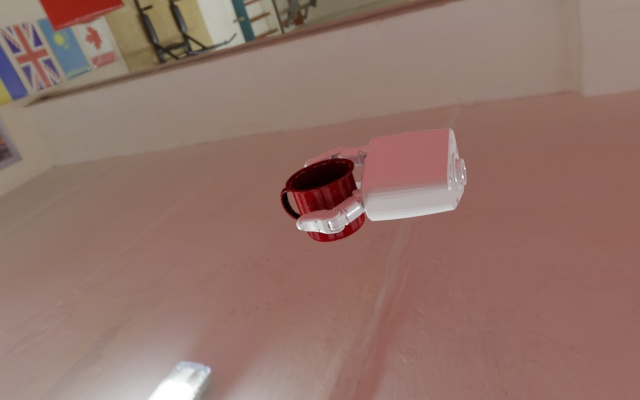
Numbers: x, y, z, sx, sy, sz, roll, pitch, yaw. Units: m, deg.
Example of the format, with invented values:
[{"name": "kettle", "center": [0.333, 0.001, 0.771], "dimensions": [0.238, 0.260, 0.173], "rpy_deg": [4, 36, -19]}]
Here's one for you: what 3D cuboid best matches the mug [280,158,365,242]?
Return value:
[{"name": "mug", "center": [-0.001, 0.002, 0.633], "dimensions": [0.117, 0.081, 0.093], "rpy_deg": [-7, 27, 26]}]
